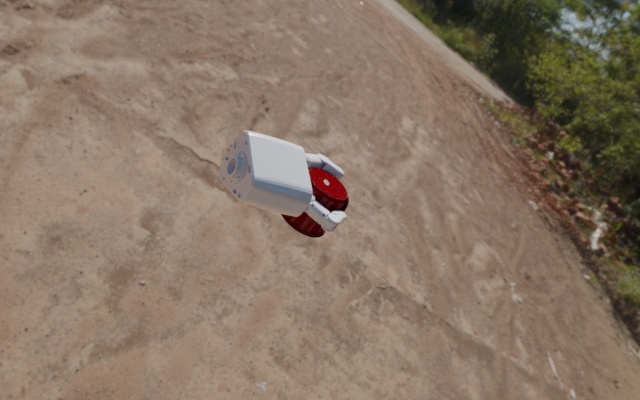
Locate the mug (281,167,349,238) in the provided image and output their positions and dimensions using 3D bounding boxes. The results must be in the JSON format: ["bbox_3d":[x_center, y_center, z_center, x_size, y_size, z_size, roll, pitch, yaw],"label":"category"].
[{"bbox_3d":[0.001,0.003,0.794,0.117,0.081,0.093,14,35,-39],"label":"mug"}]
